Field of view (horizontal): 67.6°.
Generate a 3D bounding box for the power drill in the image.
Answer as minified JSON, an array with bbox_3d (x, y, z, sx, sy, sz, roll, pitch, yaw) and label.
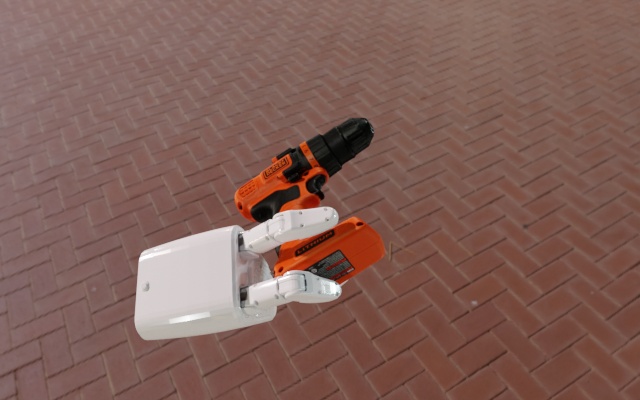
[{"bbox_3d":[0.000,0.002,0.509,0.184,0.057,0.187,-34,38,8],"label":"power drill"}]
